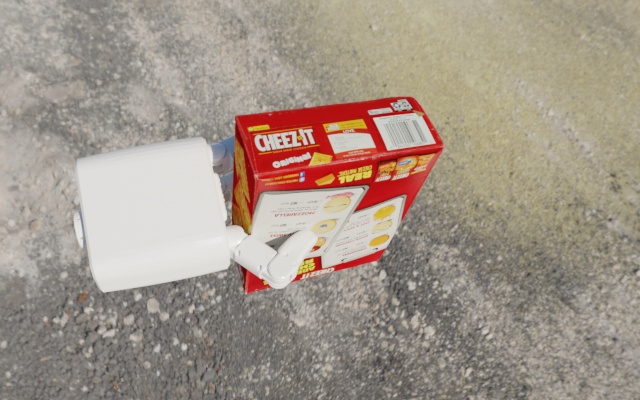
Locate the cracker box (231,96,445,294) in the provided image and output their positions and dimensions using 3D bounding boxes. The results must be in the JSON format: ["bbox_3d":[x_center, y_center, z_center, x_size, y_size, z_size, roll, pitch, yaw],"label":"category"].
[{"bbox_3d":[0.000,0.002,0.467,0.164,0.072,0.214,-11,-30,-18],"label":"cracker box"}]
